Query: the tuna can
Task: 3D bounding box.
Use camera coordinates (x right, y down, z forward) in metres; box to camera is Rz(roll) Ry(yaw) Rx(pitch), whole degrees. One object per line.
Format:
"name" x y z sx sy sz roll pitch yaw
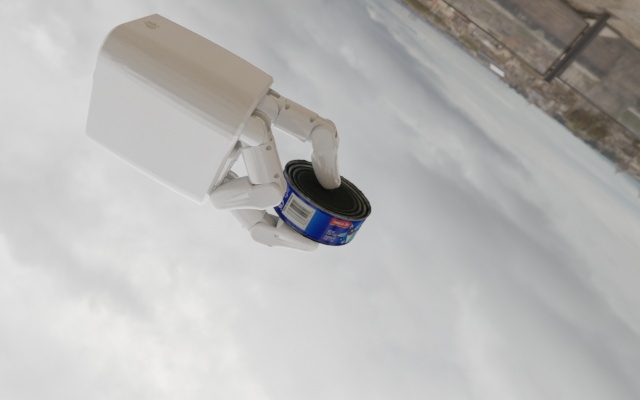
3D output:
"tuna can" 0.000 0.002 0.425 0.086 0.034 0.086 25 25 -12
